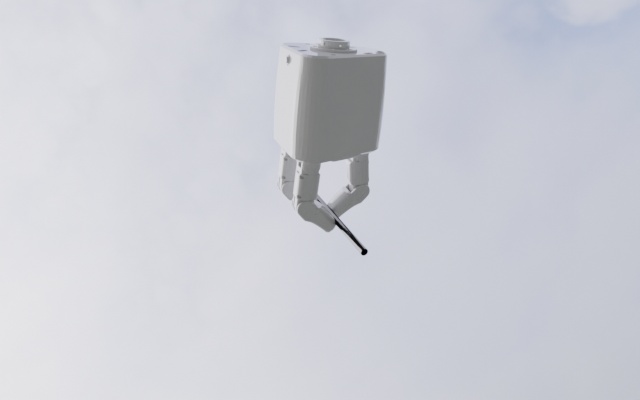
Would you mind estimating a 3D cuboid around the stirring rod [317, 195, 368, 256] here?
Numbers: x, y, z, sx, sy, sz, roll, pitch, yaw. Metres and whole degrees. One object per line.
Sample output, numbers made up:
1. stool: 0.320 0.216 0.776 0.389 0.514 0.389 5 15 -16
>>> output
1. stirring rod: 0.000 0.002 0.581 0.011 0.011 0.239 0 25 -24
